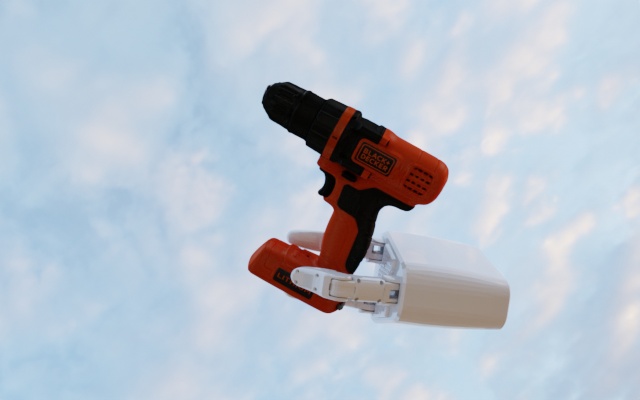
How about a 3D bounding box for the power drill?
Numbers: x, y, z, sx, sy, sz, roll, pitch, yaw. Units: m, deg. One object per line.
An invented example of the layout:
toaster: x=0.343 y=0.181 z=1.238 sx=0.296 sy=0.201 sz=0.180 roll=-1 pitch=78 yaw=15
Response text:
power drill: x=0.000 y=0.002 z=0.458 sx=0.184 sy=0.188 sz=0.057 roll=29 pitch=22 yaw=4
